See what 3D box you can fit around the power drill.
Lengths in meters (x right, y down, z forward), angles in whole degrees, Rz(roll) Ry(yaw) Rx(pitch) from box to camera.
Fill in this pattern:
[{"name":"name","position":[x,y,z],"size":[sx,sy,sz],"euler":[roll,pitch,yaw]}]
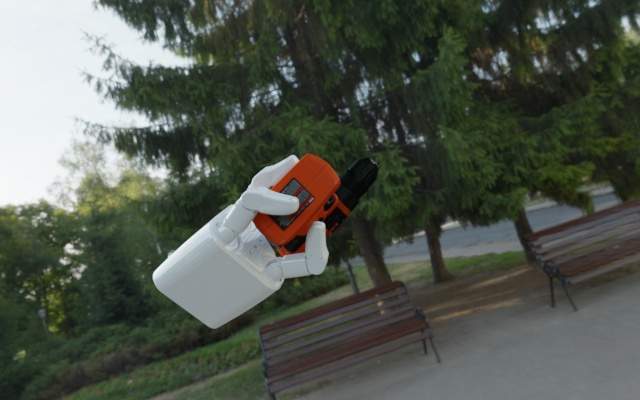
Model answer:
[{"name":"power drill","position":[0.000,0.002,0.602],"size":[0.057,0.184,0.188],"euler":[42,1,15]}]
